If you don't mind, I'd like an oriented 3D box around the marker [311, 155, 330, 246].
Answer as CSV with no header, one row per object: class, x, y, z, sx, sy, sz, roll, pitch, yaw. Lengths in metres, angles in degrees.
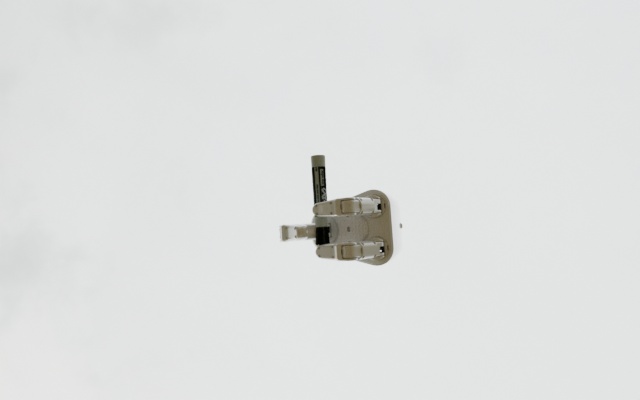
marker,0.000,0.002,0.616,0.020,0.121,0.020,-3,-4,0
